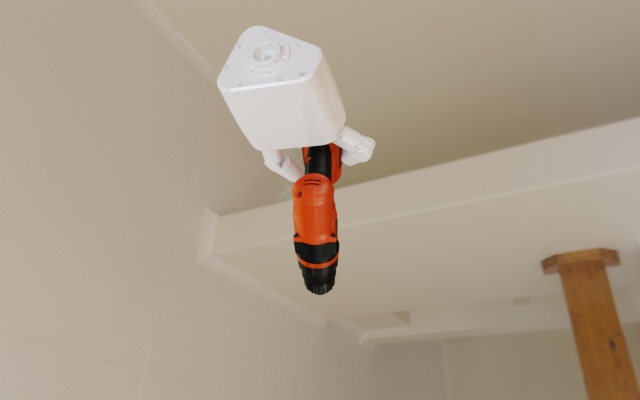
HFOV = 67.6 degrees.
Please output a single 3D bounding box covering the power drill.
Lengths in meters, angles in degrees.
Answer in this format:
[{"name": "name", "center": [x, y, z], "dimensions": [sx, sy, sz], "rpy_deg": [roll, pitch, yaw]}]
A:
[{"name": "power drill", "center": [0.000, 0.001, 0.606], "dimensions": [0.057, 0.185, 0.187], "rpy_deg": [0, 43, 2]}]
